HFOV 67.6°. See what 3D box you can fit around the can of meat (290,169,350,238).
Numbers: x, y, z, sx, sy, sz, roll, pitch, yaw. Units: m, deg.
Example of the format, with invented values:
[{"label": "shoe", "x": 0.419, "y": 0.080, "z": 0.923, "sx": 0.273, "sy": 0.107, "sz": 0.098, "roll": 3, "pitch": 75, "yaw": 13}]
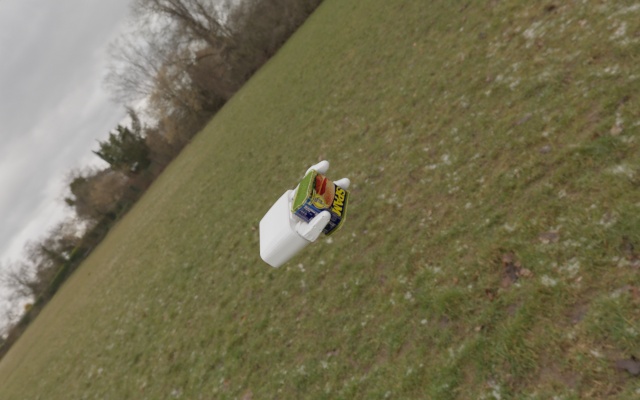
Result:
[{"label": "can of meat", "x": 0.000, "y": 0.003, "z": 0.857, "sx": 0.084, "sy": 0.102, "sz": 0.057, "roll": 34, "pitch": -51, "yaw": -17}]
